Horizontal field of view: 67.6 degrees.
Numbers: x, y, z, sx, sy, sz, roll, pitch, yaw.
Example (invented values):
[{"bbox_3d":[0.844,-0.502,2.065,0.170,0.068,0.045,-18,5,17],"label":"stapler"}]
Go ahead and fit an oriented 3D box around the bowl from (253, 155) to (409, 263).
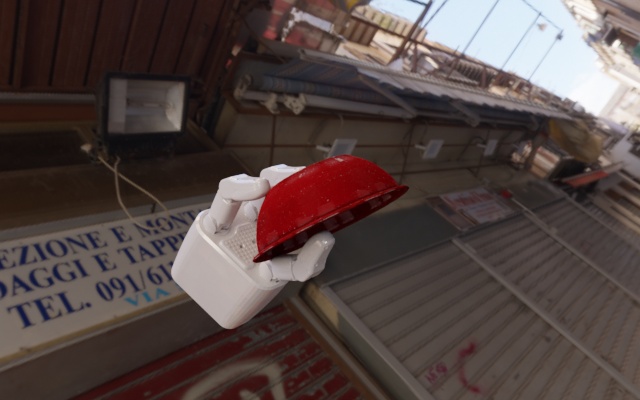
[{"bbox_3d":[0.001,0.001,0.456,0.162,0.055,0.162,-25,-8,-4],"label":"bowl"}]
